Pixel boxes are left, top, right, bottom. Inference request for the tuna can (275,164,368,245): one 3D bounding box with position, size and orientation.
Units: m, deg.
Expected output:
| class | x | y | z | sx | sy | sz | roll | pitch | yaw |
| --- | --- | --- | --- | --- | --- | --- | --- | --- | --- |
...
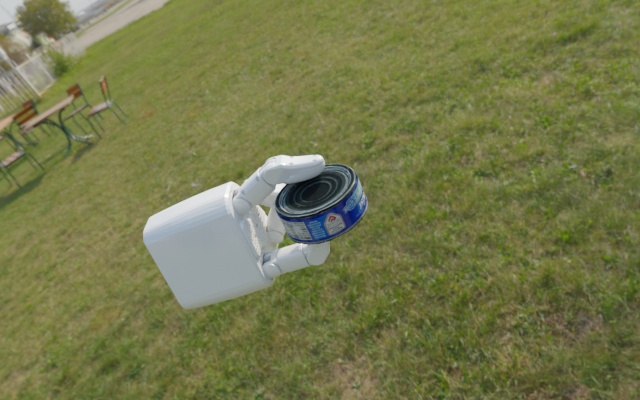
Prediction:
| class | x | y | z | sx | sy | sz | roll | pitch | yaw |
| --- | --- | --- | --- | --- | --- | --- | --- | --- | --- |
| tuna can | 0.000 | 0.001 | 0.459 | 0.086 | 0.034 | 0.086 | -18 | 32 | 11 |
